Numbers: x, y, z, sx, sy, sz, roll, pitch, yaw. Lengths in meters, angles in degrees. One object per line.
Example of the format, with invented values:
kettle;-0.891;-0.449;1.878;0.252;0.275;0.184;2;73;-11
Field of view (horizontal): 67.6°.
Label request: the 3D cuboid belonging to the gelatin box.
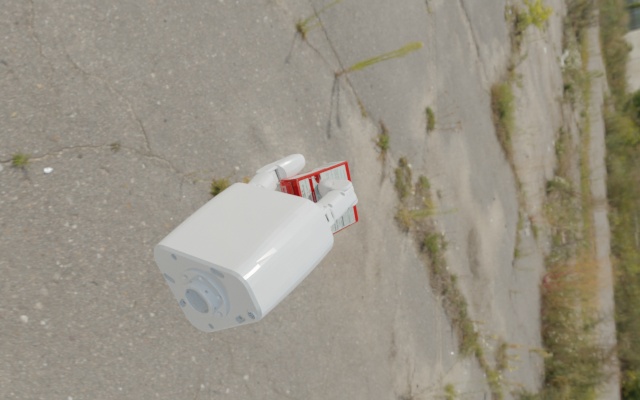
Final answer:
gelatin box;0.001;0.002;0.527;0.030;0.073;0.089;-2;15;43
